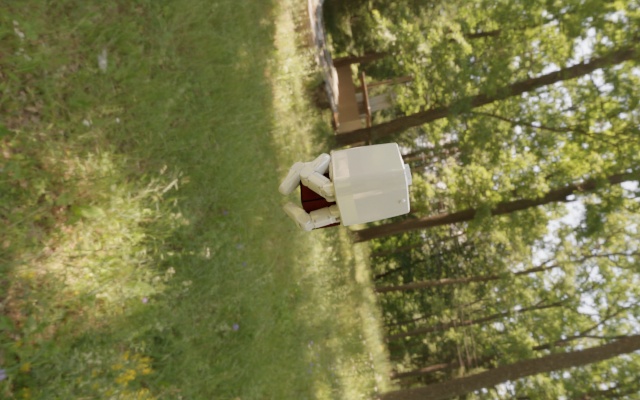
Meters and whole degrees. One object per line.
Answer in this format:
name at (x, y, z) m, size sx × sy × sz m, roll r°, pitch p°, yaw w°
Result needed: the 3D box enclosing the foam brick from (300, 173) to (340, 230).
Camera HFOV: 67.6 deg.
foam brick at (0.000, 0.003, 0.770) m, size 0.051 × 0.053 × 0.078 m, roll -10°, pitch -38°, yaw 6°
